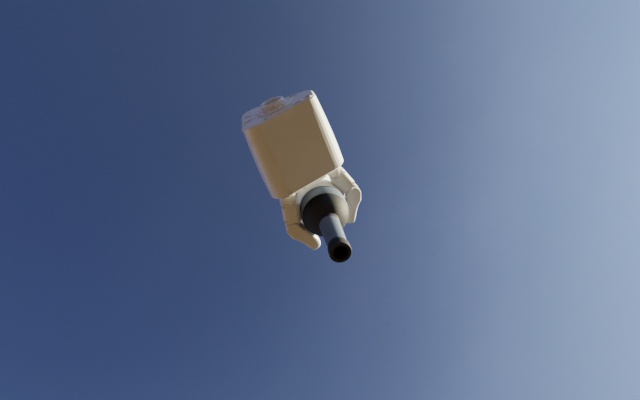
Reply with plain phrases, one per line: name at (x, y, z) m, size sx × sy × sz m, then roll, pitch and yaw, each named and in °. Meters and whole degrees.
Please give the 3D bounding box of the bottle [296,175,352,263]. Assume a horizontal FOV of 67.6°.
bottle at (0.000, 0.002, 0.693) m, size 0.069 × 0.069 × 0.295 m, roll 0°, pitch 24°, yaw -10°
